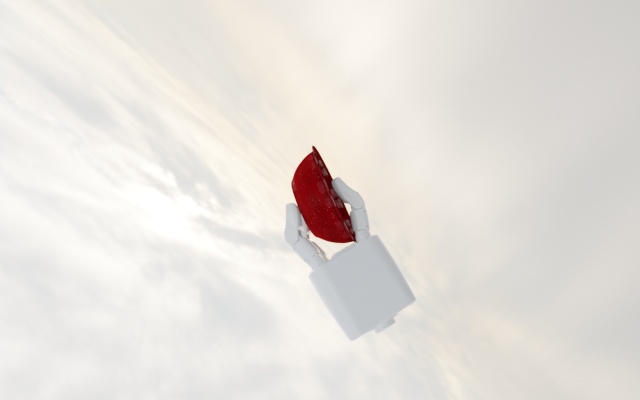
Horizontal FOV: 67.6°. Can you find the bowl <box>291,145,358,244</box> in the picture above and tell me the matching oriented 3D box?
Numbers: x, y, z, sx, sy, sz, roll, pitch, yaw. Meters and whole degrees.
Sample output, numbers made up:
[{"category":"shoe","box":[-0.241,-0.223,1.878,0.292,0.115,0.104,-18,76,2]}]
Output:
[{"category":"bowl","box":[-0.001,0.001,0.708,0.055,0.162,0.162,-24,-3,6]}]
